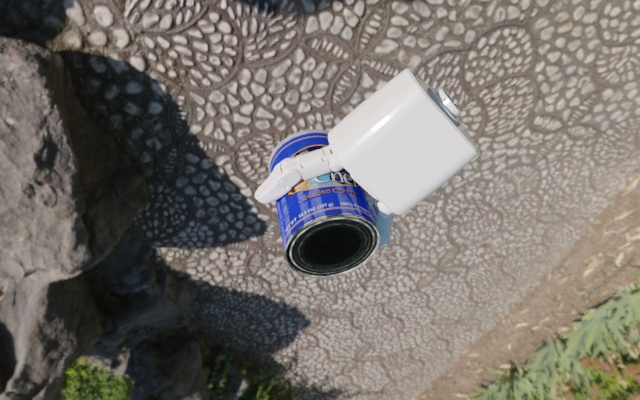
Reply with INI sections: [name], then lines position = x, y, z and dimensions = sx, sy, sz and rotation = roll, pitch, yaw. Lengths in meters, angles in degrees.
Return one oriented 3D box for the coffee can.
[coffee can]
position = 0.000, 0.002, 0.542
dimensions = 0.103, 0.140, 0.103
rotation = -8, -44, -8
